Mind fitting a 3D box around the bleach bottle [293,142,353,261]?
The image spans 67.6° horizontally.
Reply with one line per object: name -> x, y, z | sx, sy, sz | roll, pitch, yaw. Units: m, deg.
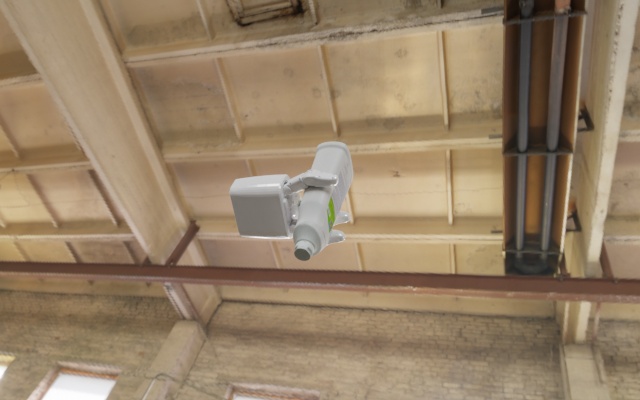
bleach bottle -> 0.000, 0.003, 0.855 | 0.068, 0.103, 0.250 | -1, 38, 19
